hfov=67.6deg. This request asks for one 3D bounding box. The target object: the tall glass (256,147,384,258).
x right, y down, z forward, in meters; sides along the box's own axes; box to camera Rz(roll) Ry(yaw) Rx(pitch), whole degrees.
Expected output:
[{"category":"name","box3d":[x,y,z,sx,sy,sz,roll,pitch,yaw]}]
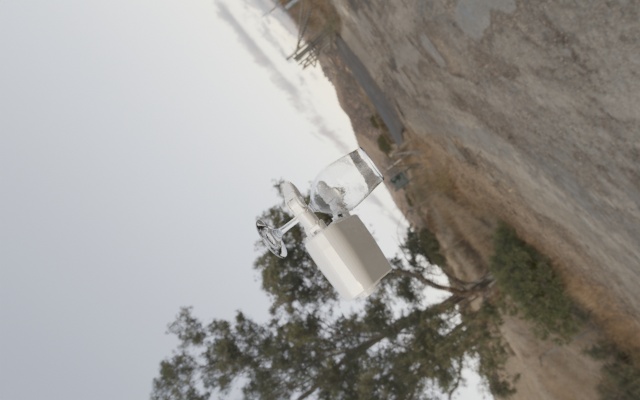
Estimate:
[{"category":"tall glass","box3d":[-0.001,0.003,0.736,0.201,0.079,0.079,-37,-8,11]}]
